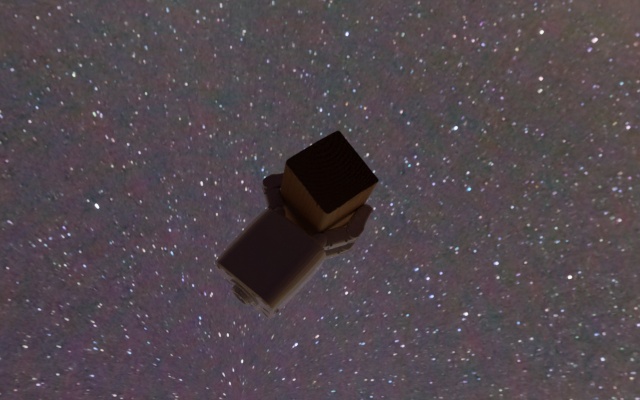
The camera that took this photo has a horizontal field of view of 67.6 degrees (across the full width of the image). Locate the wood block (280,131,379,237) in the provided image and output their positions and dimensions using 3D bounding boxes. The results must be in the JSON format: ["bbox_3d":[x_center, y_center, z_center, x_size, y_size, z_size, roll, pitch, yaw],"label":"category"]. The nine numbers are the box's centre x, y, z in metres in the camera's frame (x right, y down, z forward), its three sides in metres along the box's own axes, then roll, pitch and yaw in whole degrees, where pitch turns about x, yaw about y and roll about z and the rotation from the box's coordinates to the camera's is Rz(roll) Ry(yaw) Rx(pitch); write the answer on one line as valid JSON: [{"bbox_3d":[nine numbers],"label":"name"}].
[{"bbox_3d":[0.000,0.002,0.695,0.090,0.091,0.206,-33,-14,-21],"label":"wood block"}]
